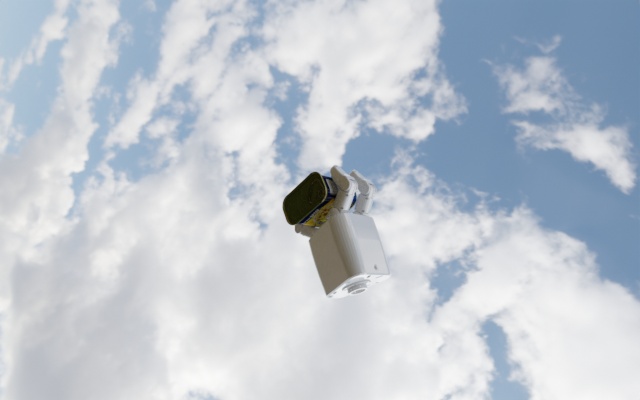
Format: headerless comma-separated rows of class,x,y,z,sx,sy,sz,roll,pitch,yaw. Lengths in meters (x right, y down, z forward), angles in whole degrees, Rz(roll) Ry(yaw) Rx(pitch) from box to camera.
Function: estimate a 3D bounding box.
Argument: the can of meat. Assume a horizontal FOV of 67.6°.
can of meat,0.000,0.003,0.812,0.084,0.057,0.102,11,-42,-45
